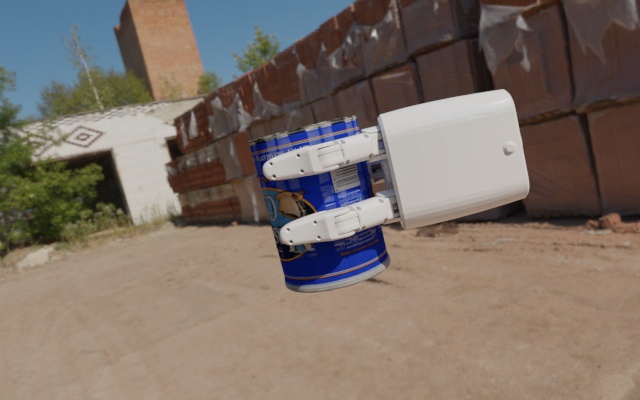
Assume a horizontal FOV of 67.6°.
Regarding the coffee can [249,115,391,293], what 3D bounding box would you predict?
[{"bbox_3d":[0.000,0.002,0.447,0.103,0.140,0.103,-14,7,2],"label":"coffee can"}]
